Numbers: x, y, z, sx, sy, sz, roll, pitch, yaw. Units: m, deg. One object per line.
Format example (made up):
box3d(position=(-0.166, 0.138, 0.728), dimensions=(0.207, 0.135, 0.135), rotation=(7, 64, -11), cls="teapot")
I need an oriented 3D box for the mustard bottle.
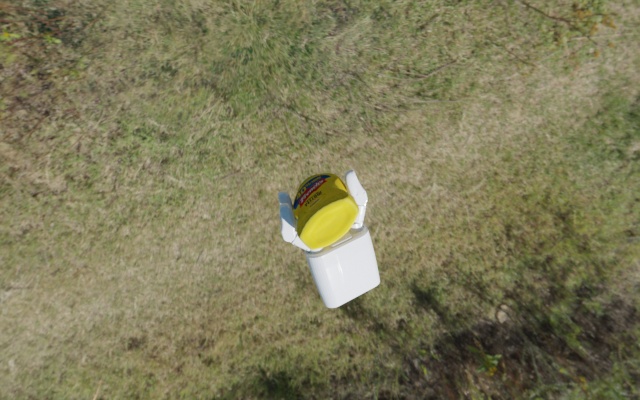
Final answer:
box3d(position=(0.000, 0.002, 0.768), dimensions=(0.096, 0.058, 0.191), rotation=(-41, 20, 8), cls="mustard bottle")
